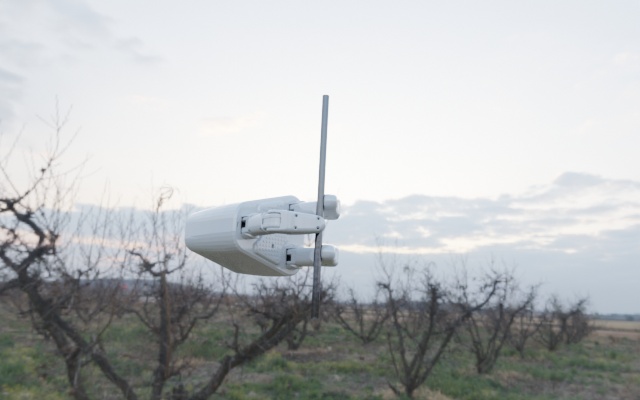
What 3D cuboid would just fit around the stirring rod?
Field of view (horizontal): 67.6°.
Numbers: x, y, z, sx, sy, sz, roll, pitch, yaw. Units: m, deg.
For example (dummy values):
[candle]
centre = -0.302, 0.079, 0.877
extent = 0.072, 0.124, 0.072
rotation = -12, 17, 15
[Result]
[stirring rod]
centre = 0.000, 0.002, 0.504
extent = 0.011, 0.239, 0.011
rotation = 3, -12, 1
